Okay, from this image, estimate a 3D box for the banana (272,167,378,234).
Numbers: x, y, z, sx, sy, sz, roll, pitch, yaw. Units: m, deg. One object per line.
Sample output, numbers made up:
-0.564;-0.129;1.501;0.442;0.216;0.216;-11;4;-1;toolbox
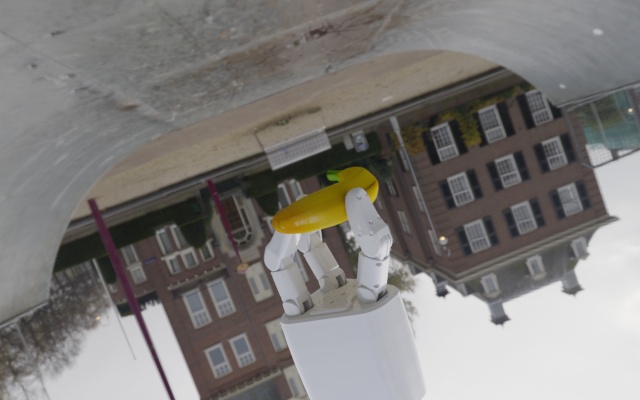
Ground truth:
0.018;-0.003;0.465;0.069;0.037;0.197;-13;9;18;banana
